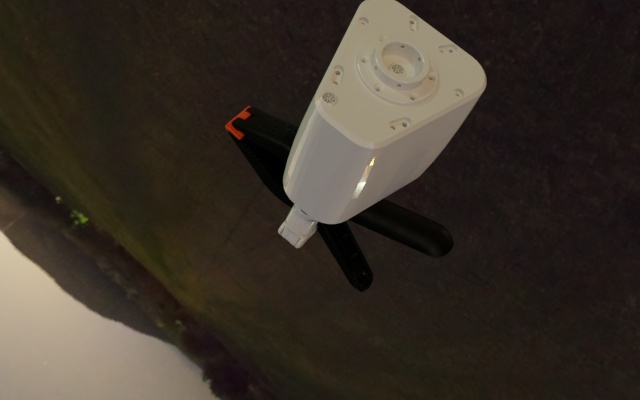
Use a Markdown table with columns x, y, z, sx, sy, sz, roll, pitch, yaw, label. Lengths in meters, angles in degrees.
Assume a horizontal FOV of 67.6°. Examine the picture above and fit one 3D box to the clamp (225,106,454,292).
| x | y | z | sx | sy | sz | roll | pitch | yaw | label |
| --- | --- | --- | --- | --- | --- | --- | --- | --- | --- |
| -0.001 | 0.001 | 0.430 | 0.210 | 0.036 | 0.165 | 40 | -29 | 6 | clamp |
